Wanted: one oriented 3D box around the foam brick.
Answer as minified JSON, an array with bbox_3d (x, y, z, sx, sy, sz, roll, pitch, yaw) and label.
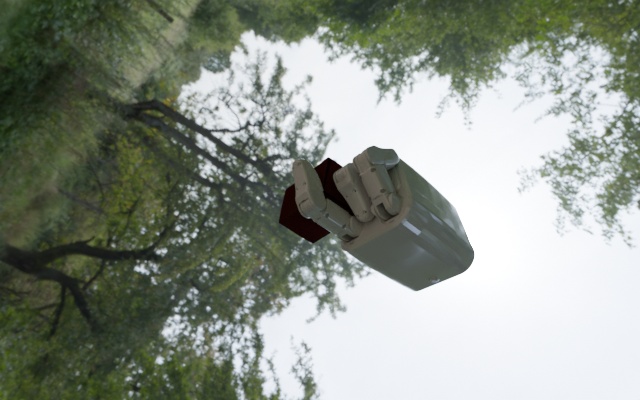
[{"bbox_3d":[0.000,0.002,0.520,0.051,0.053,0.078,34,-45,-25],"label":"foam brick"}]
